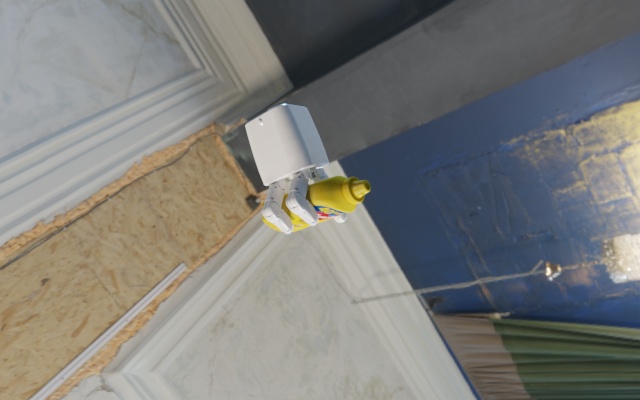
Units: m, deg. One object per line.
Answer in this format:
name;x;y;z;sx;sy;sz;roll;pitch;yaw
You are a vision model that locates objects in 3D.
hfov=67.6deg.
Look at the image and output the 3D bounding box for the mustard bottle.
mustard bottle;0.000;0.003;0.769;0.192;0.058;0.096;-20;-25;39
